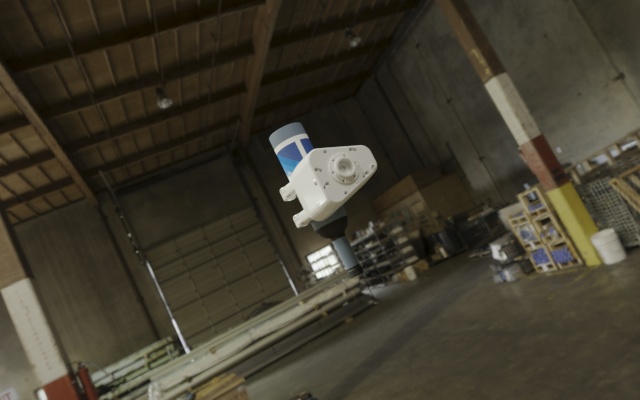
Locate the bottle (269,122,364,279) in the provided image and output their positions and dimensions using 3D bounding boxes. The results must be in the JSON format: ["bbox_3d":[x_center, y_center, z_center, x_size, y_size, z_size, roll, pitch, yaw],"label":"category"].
[{"bbox_3d":[0.000,0.003,0.866,0.069,0.295,0.069,-26,-7,-3],"label":"bottle"}]
